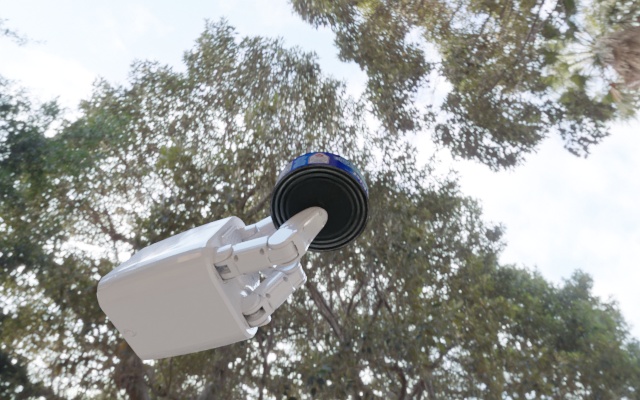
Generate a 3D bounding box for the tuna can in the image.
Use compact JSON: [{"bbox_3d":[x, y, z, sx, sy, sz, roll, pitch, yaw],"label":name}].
[{"bbox_3d":[0.000,0.001,0.420,0.086,0.086,0.033,0,28,4],"label":"tuna can"}]
